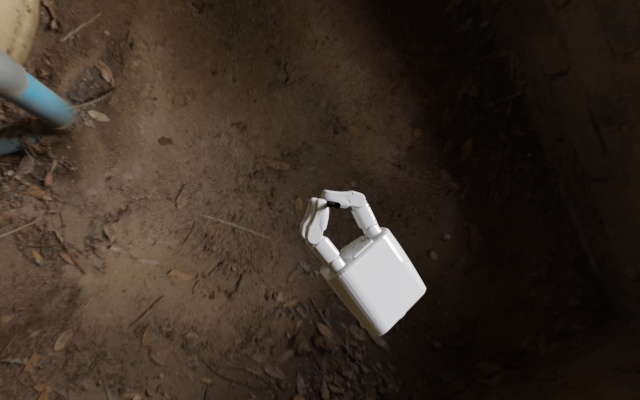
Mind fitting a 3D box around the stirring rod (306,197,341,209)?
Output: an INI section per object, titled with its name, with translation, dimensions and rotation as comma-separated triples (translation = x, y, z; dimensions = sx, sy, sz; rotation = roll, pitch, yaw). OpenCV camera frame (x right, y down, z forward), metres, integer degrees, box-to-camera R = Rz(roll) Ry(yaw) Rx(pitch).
[stirring rod]
translation = 0.000, 0.002, 0.692
dimensions = 0.011, 0.011, 0.239
rotation = 0, 2, -10
